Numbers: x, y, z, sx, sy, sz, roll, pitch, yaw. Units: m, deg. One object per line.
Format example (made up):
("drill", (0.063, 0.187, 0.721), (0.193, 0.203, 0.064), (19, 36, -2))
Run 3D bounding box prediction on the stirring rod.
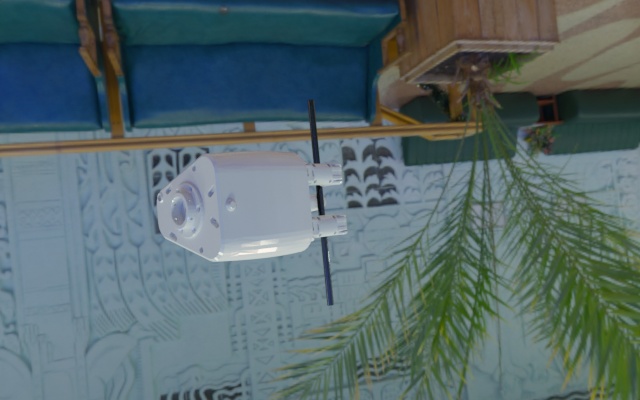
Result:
("stirring rod", (0.000, 0.002, 0.558), (0.011, 0.239, 0.011), (-6, -1, 0))
